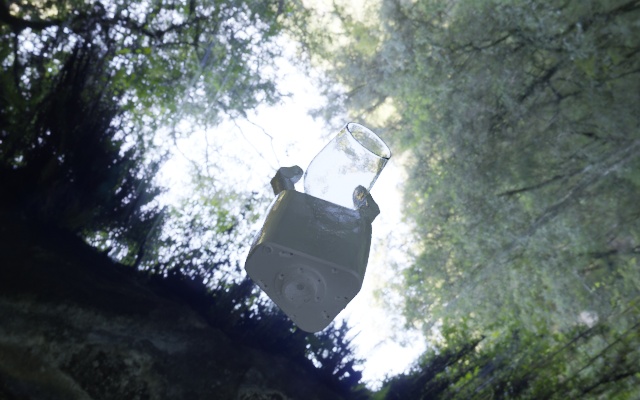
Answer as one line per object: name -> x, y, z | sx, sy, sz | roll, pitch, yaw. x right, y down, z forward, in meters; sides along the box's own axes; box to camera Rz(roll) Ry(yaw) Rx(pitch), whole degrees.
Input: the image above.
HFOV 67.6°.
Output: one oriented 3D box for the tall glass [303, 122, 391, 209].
tall glass -> 0.000, 0.002, 0.576 | 0.079, 0.079, 0.201 | 0, -44, -50
